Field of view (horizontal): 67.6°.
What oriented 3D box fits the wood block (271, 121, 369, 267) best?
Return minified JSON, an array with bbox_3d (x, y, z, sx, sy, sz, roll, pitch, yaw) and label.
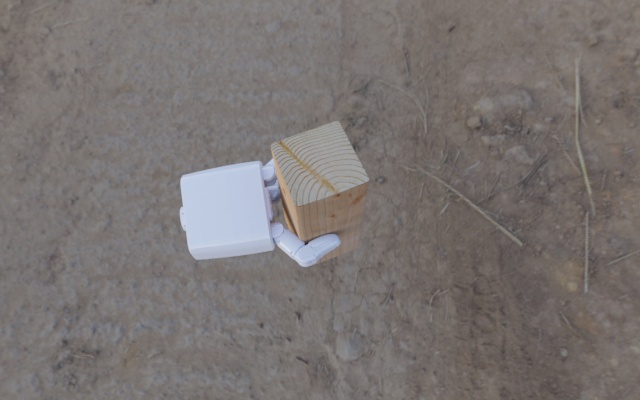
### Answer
[{"bbox_3d":[0.000,0.002,0.631,0.090,0.090,0.206,-20,-25,-8],"label":"wood block"}]
